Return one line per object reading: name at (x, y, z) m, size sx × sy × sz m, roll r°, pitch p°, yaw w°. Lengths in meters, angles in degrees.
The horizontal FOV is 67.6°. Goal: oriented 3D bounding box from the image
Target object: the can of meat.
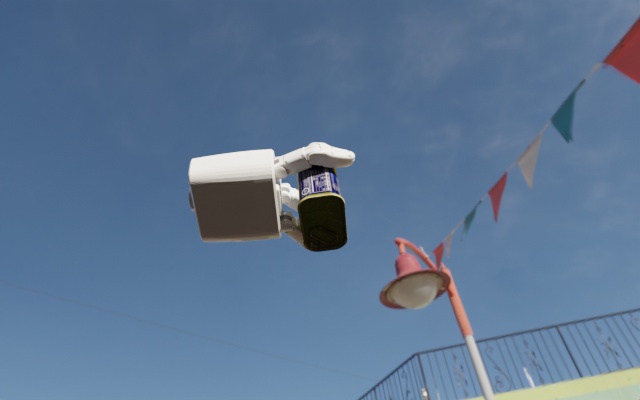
can of meat at (0.000, 0.002, 0.623) m, size 0.057 × 0.102 × 0.083 m, roll -8°, pitch 45°, yaw 0°
